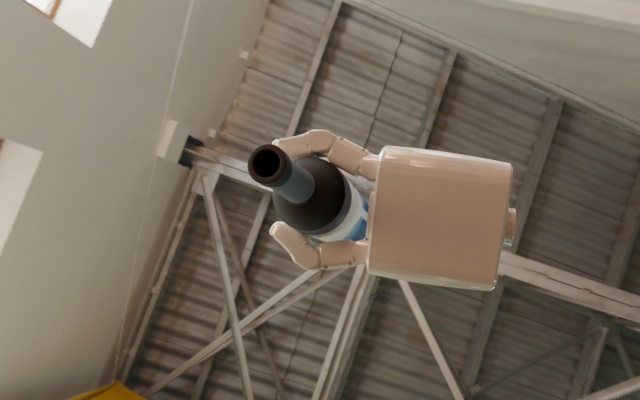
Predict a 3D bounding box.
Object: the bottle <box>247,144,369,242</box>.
[{"bbox_3d":[0.000,0.002,0.452,0.069,0.069,0.296,0,-10,14],"label":"bottle"}]
